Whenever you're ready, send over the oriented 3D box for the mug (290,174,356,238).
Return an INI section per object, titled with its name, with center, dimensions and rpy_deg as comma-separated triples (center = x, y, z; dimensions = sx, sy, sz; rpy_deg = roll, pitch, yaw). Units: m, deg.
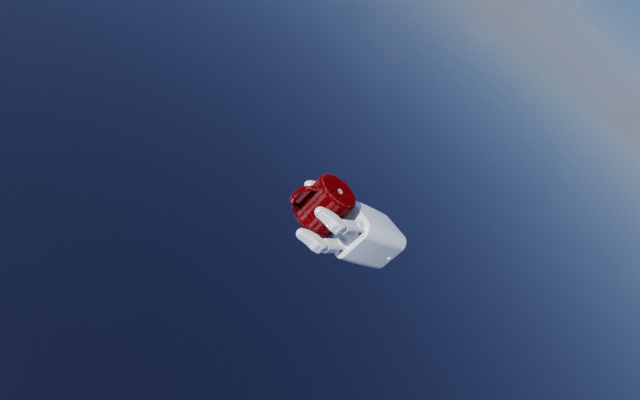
[mug]
center = -0.001, 0.002, 0.854
dimensions = 0.117, 0.093, 0.081
rpy_deg = 21, -54, -35
